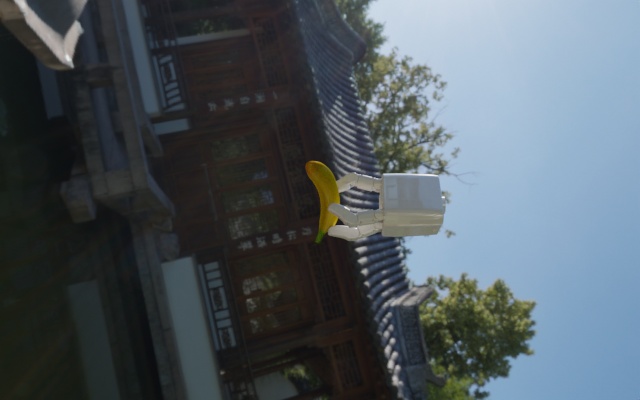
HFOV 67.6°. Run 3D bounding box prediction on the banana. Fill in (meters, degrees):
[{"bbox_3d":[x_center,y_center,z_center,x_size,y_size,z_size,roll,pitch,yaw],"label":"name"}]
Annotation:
[{"bbox_3d":[0.008,-0.007,0.872,0.037,0.198,0.069,13,47,22],"label":"banana"}]
